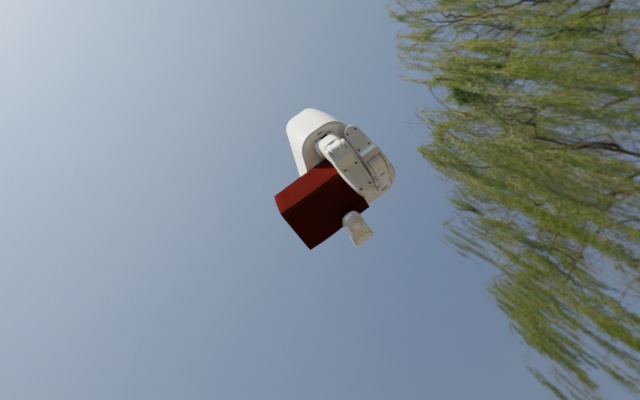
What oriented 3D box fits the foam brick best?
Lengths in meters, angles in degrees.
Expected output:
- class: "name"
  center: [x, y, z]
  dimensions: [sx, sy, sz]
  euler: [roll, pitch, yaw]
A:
- class: "foam brick"
  center: [0.000, 0.002, 0.491]
  dimensions: [0.078, 0.053, 0.051]
  euler: [-36, 27, -1]
